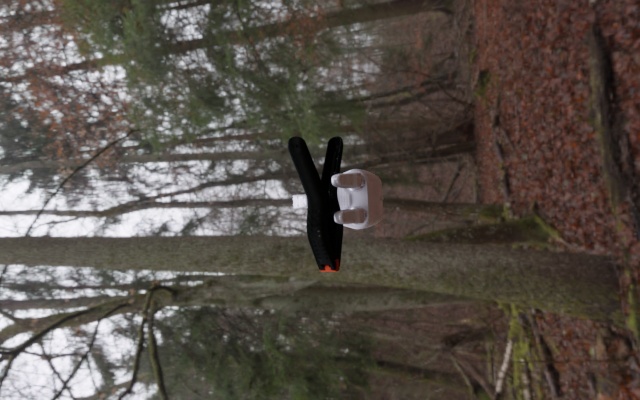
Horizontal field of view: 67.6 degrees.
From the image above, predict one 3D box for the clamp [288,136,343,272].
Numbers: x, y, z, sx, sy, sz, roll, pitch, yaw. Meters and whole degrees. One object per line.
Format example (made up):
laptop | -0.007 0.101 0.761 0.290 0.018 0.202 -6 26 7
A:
clamp | -0.001 0.003 0.700 0.036 0.210 0.164 -3 -1 24
